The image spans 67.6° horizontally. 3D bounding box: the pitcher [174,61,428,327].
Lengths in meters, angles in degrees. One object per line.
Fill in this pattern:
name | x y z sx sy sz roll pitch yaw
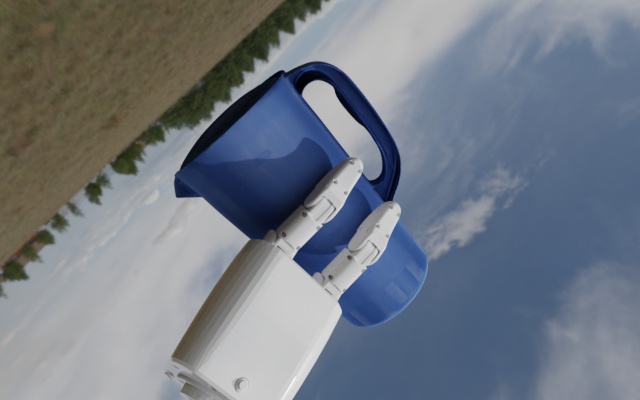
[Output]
pitcher | 0.000 0.002 0.454 0.243 0.145 0.149 46 -35 -19
